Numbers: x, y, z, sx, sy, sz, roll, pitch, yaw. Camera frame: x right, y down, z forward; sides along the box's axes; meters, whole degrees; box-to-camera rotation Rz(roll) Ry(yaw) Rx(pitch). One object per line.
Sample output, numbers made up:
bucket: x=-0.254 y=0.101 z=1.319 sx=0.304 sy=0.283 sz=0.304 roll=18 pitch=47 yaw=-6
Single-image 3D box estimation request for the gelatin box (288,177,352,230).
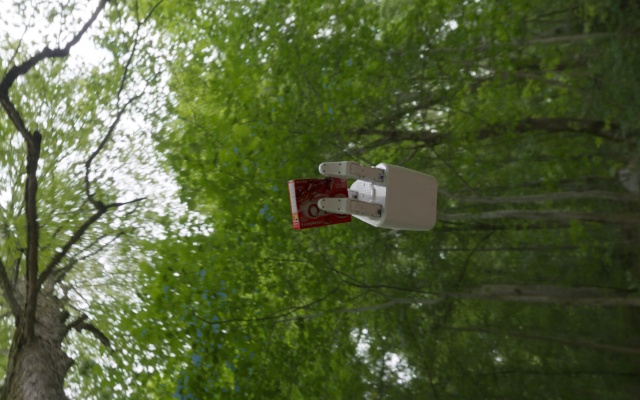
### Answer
gelatin box: x=0.000 y=0.002 z=0.716 sx=0.089 sy=0.073 sz=0.030 roll=-6 pitch=-1 yaw=-25
